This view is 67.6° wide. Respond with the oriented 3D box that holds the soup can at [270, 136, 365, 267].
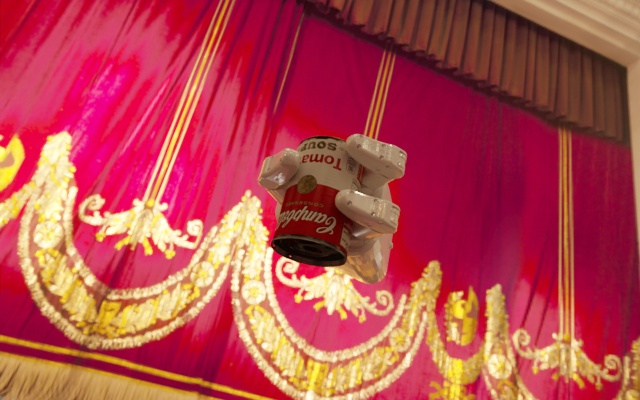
[{"bbox_3d":[0.000,0.001,0.434,0.068,0.102,0.068,11,-24,5],"label":"soup can"}]
